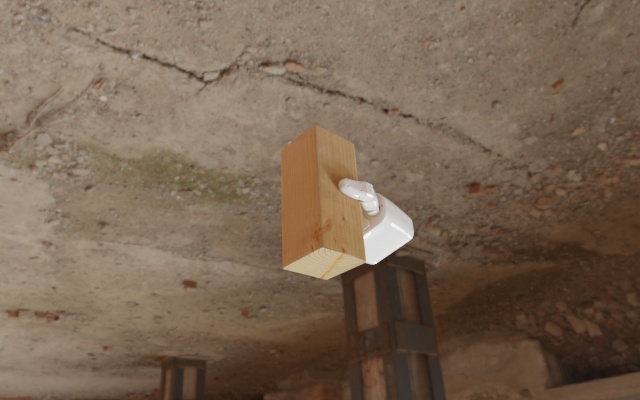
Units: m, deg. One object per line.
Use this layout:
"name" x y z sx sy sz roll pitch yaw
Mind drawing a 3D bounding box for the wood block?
"wood block" 0.001 0.003 0.731 0.090 0.206 0.091 21 -38 -37
